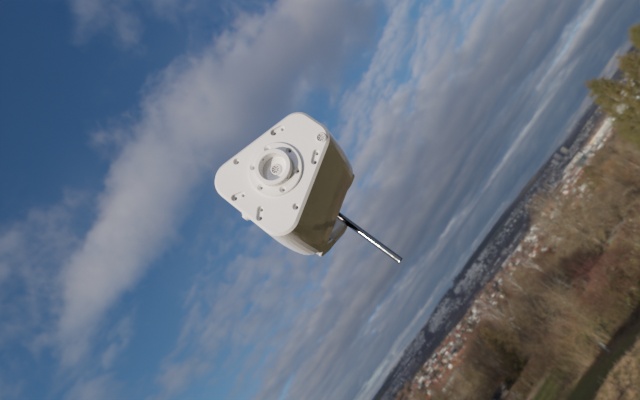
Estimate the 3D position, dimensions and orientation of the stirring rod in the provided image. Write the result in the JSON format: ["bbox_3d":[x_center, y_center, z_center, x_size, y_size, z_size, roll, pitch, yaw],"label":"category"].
[{"bbox_3d":[0.000,0.002,0.586,0.239,0.011,0.011,36,13,18],"label":"stirring rod"}]
